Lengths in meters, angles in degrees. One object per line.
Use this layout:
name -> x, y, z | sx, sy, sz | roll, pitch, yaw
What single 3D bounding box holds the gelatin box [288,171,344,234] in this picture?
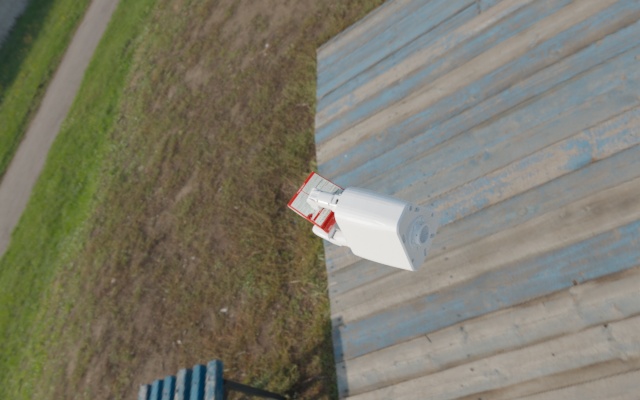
gelatin box -> 0.000, 0.002, 0.785 | 0.089, 0.073, 0.030 | 32, -6, 39
